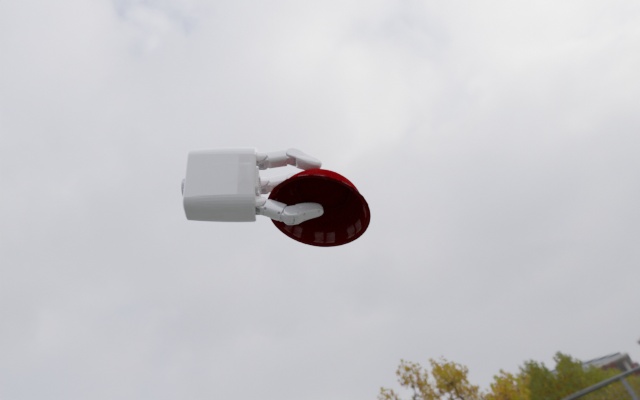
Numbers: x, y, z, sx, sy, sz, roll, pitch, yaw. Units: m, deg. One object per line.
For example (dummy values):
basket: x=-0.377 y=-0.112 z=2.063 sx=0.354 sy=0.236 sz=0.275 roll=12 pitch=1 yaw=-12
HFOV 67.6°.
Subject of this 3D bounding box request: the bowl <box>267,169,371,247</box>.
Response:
bowl: x=0.001 y=0.003 z=0.750 sx=0.162 sy=0.055 sz=0.162 roll=6 pitch=-44 yaw=6
